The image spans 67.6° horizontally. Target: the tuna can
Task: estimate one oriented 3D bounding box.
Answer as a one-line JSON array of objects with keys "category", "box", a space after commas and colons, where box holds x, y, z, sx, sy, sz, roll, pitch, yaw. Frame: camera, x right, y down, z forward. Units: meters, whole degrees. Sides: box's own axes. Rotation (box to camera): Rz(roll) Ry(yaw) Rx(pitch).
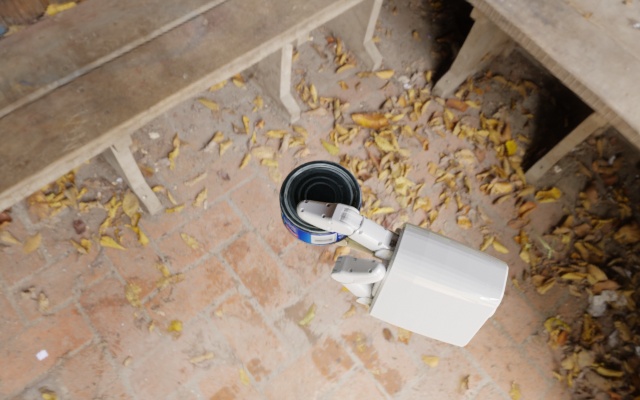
[{"category": "tuna can", "box": [0.000, 0.001, 0.495, 0.086, 0.086, 0.034, 0, -26, 0]}]
